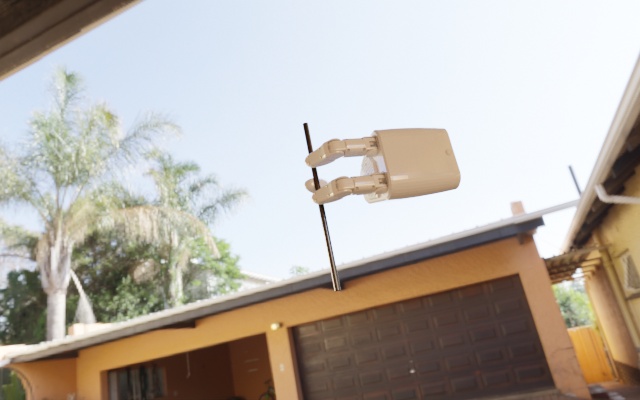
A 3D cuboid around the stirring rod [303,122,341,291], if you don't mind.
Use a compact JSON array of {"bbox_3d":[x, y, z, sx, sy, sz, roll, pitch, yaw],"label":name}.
[{"bbox_3d":[0.000,0.002,0.641,0.011,0.239,0.011,-10,-19,-3],"label":"stirring rod"}]
